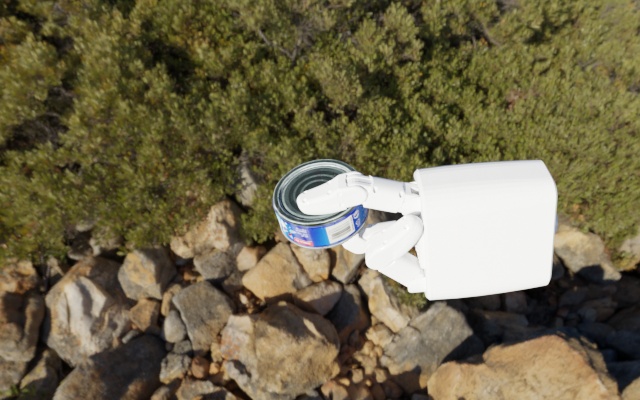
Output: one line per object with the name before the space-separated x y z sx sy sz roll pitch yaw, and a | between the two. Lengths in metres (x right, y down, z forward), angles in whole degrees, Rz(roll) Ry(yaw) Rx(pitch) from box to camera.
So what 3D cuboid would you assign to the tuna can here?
tuna can | 0.000 0.001 0.440 0.086 0.086 0.034 0 -43 16
